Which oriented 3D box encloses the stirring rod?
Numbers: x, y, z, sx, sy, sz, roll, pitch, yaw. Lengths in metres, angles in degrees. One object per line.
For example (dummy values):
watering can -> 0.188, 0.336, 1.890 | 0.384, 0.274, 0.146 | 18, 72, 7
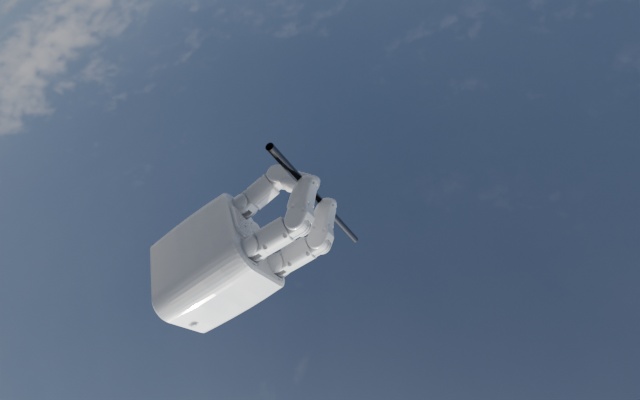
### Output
stirring rod -> 0.000, 0.002, 0.518 | 0.011, 0.011, 0.240 | 0, -24, 24
